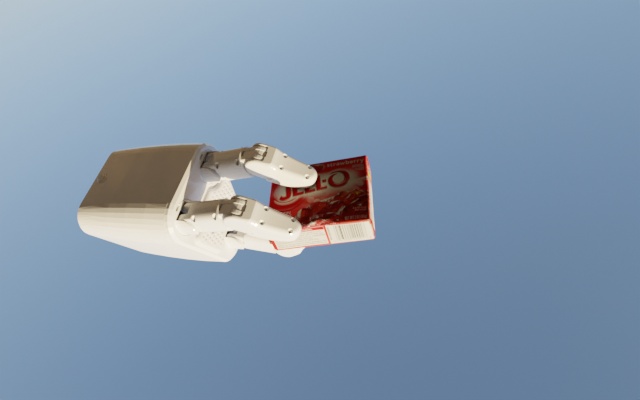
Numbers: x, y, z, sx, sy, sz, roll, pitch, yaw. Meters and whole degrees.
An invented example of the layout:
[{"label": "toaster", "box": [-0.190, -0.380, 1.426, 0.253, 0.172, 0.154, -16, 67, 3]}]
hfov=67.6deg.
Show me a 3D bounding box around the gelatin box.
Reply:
[{"label": "gelatin box", "box": [0.001, 0.002, 0.412, 0.089, 0.073, 0.030, -8, -41, 11]}]
